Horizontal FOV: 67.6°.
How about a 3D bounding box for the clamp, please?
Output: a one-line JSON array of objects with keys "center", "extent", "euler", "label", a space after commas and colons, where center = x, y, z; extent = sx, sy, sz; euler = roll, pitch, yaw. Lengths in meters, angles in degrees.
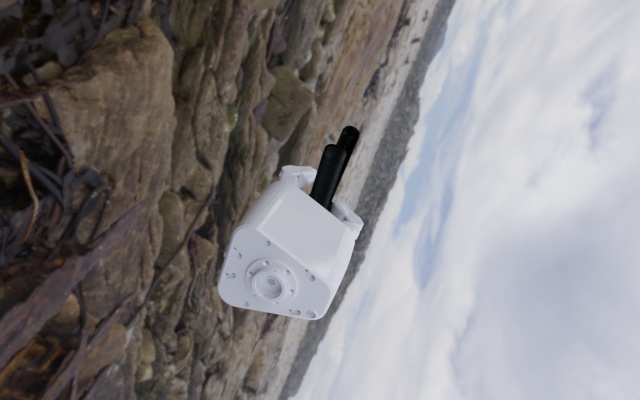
[{"center": [0.001, 0.003, 0.616], "extent": [0.036, 0.210, 0.164], "euler": [23, 26, 4], "label": "clamp"}]
